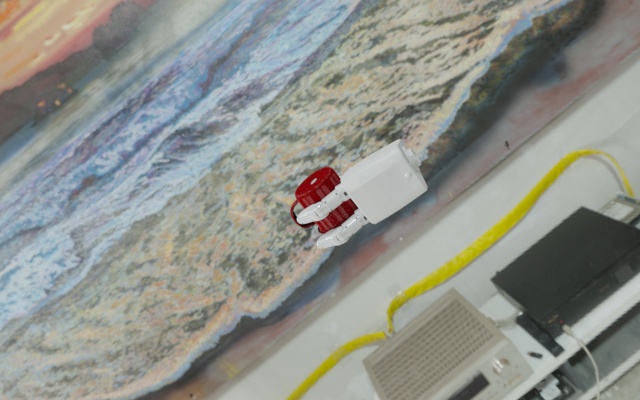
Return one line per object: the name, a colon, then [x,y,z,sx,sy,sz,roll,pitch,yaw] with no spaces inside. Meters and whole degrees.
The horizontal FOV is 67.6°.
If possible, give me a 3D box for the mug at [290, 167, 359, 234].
mug: [-0.001,0.003,0.824,0.117,0.081,0.093,-33,20,17]
